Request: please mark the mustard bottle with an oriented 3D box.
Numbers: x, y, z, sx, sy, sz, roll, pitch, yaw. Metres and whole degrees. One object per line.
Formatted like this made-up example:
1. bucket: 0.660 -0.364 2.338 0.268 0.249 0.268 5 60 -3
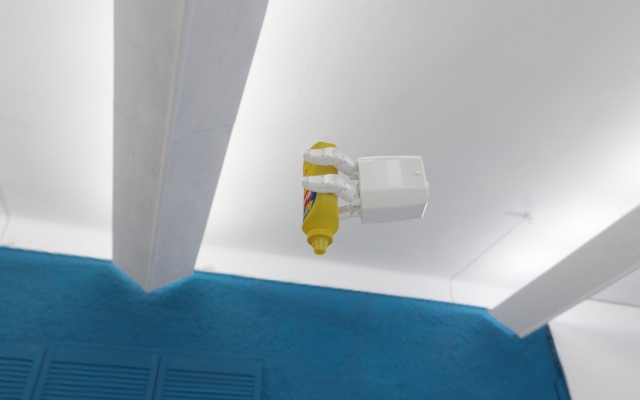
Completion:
1. mustard bottle: 0.000 0.002 0.782 0.058 0.191 0.096 11 -38 -15
